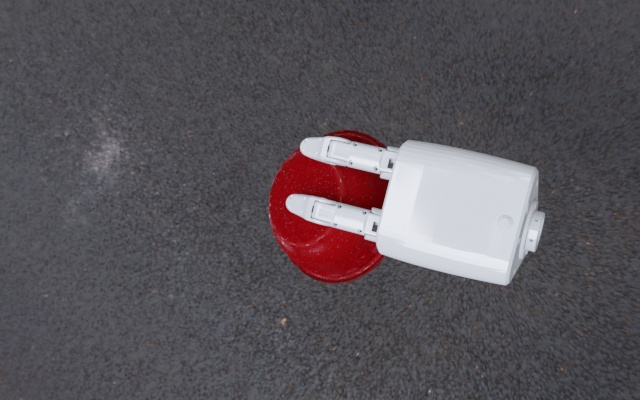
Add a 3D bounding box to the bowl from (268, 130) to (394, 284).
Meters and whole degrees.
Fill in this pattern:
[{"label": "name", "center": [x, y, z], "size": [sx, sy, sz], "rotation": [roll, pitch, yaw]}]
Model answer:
[{"label": "bowl", "center": [-0.001, 0.002, 0.479], "size": [0.162, 0.162, 0.055], "rotation": [0, -8, 38]}]
